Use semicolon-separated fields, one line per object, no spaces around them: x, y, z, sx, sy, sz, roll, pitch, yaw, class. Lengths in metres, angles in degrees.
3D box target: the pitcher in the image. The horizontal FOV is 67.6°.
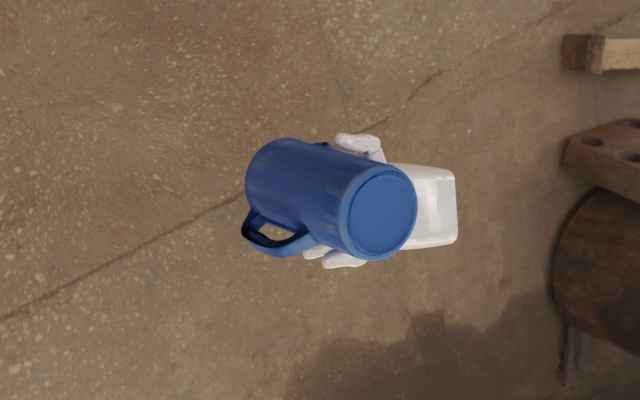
0.000;0.002;0.608;0.145;0.149;0.243;0;10;-30;pitcher
